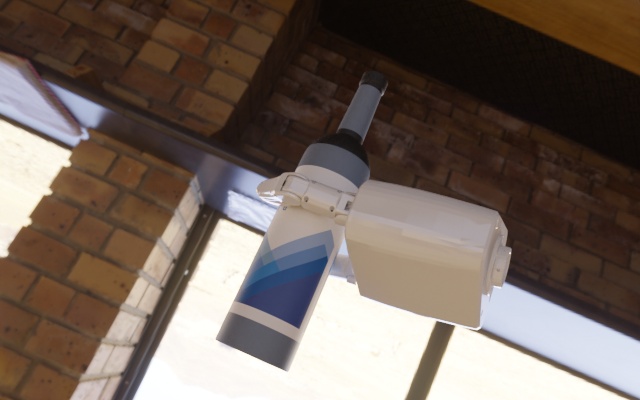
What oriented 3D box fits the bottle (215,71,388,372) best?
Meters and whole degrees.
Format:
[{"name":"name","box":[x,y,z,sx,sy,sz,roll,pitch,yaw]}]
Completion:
[{"name":"bottle","box":[0.000,0.002,0.441,0.069,0.295,0.069,21,-20,8]}]
